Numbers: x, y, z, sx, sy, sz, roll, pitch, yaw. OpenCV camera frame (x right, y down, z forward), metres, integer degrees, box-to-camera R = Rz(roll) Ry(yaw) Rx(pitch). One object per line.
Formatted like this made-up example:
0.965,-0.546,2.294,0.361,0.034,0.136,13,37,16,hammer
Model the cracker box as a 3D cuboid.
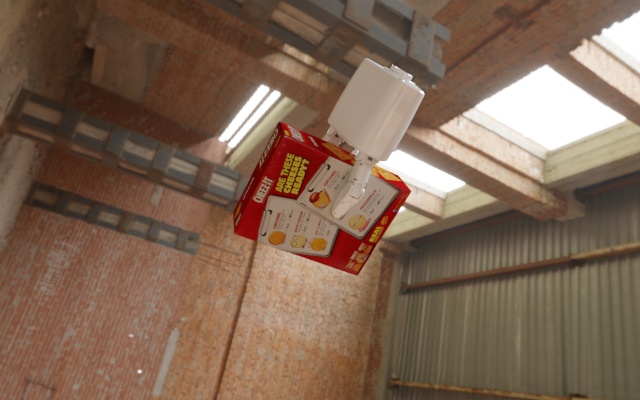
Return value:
0.000,0.002,0.711,0.214,0.164,0.072,22,20,-22,cracker box
